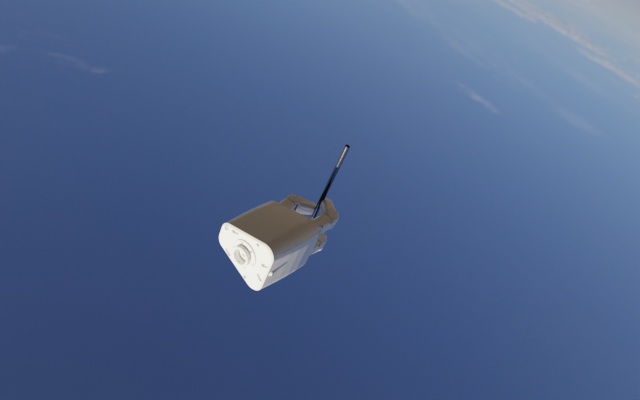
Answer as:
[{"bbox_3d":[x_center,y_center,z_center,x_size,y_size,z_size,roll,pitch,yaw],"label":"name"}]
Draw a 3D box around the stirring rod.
[{"bbox_3d":[0.000,0.003,0.823,0.011,0.240,0.011,17,36,-13],"label":"stirring rod"}]
